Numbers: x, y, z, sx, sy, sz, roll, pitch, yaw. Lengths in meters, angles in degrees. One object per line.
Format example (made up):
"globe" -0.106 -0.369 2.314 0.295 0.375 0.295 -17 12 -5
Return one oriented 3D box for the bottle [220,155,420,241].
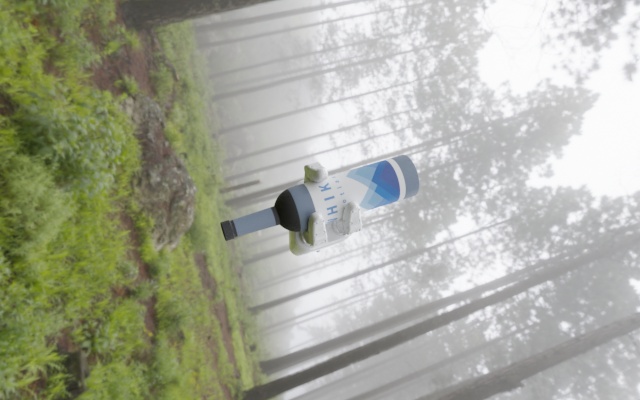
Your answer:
"bottle" 0.000 0.002 0.702 0.295 0.069 0.069 -17 4 -14
